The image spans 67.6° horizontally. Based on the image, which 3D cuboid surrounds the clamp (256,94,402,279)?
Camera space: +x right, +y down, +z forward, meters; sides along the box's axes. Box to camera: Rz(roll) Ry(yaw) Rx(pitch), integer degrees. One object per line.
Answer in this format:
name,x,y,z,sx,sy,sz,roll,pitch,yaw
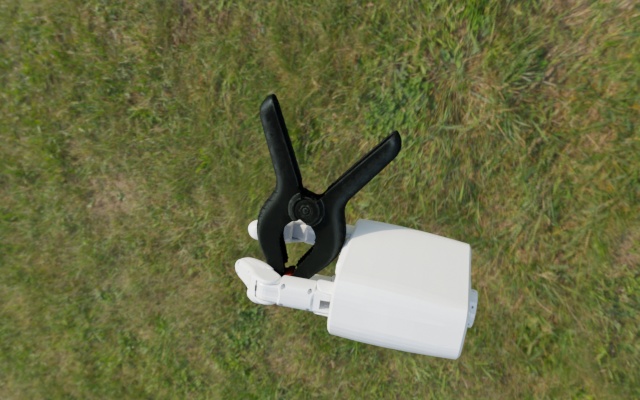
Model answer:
clamp,0.000,0.002,0.413,0.120,0.171,0.039,10,18,10
